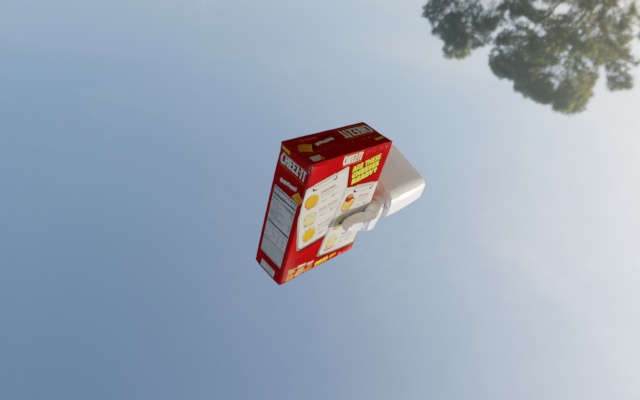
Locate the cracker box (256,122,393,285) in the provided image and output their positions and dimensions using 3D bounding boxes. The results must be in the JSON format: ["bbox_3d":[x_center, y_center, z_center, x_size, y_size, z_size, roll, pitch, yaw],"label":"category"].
[{"bbox_3d":[0.000,0.003,0.700,0.164,0.214,0.072,-21,49,-41],"label":"cracker box"}]
